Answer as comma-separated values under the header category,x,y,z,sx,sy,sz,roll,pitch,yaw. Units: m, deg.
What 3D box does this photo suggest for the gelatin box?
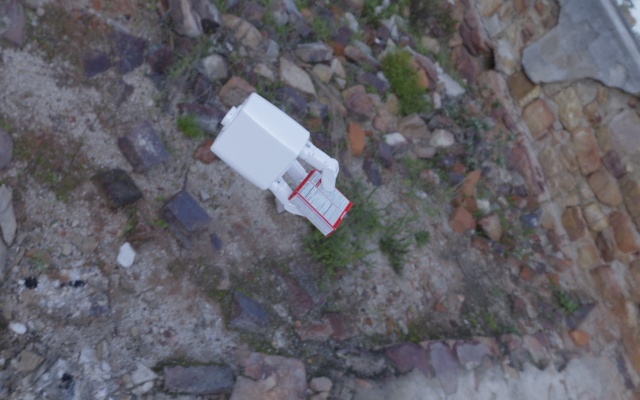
category,x,y,z,sx,sy,sz,roll,pitch,yaw
gelatin box,0.001,0.003,0.769,0.030,0.089,0.073,-41,8,43
